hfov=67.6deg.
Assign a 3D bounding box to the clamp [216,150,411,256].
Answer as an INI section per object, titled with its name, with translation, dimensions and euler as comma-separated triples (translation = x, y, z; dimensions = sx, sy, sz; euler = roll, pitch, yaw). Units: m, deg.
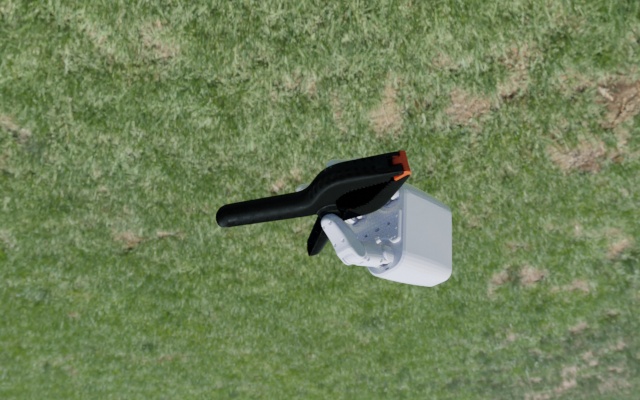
[clamp]
translation = 0.001, 0.002, 0.522
dimensions = 0.164, 0.036, 0.210
euler = 18, -39, -41
